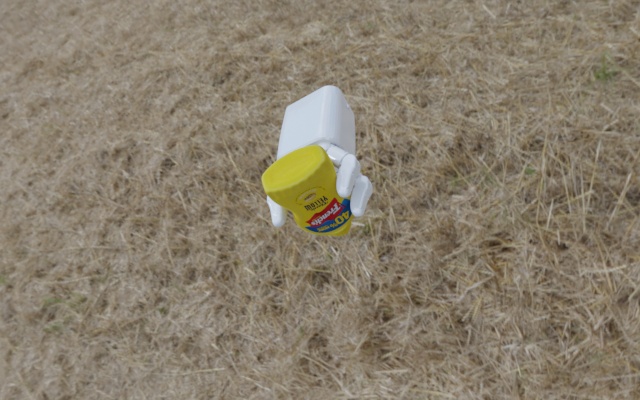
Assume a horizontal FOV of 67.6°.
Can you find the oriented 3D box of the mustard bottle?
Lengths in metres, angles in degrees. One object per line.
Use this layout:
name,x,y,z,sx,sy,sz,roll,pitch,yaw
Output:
mustard bottle,0.000,0.002,0.699,0.096,0.058,0.192,-29,-38,8
